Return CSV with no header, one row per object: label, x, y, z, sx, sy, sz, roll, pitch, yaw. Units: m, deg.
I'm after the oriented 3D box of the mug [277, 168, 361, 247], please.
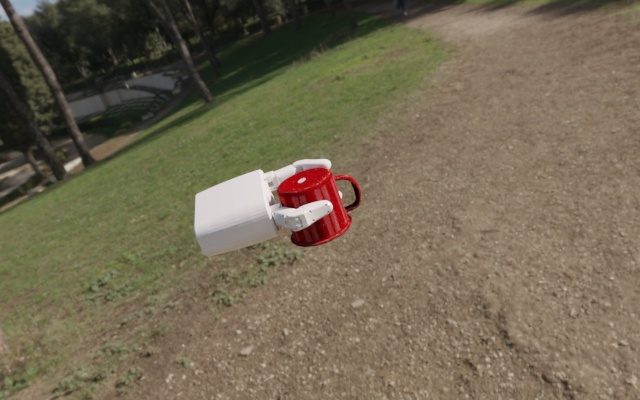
mug,0.001,0.002,0.669,0.117,0.081,0.093,-20,22,0
